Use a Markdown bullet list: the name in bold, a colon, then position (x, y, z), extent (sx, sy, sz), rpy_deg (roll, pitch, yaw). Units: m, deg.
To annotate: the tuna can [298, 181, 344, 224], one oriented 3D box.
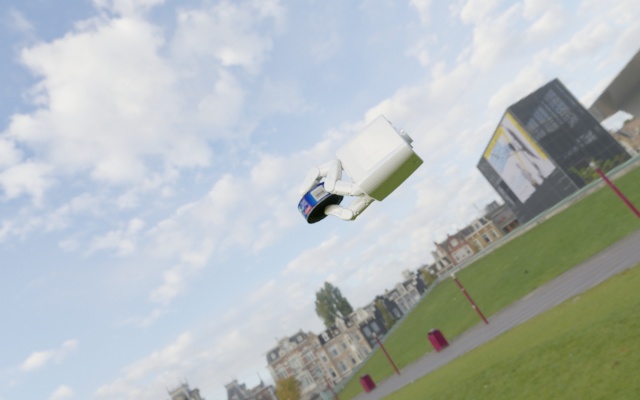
- **tuna can**: position (0.000, 0.003, 0.883), extent (0.086, 0.033, 0.086), rpy_deg (-34, -21, -15)
